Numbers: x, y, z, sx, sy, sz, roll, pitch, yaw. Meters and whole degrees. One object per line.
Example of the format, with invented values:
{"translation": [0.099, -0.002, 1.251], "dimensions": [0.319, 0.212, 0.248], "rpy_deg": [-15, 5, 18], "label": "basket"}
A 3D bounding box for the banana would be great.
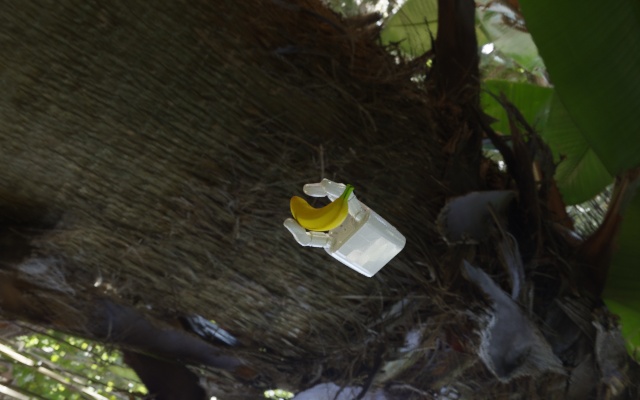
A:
{"translation": [-0.005, 0.019, 0.812], "dimensions": [0.037, 0.069, 0.198], "rpy_deg": [30, -19, -26], "label": "banana"}
